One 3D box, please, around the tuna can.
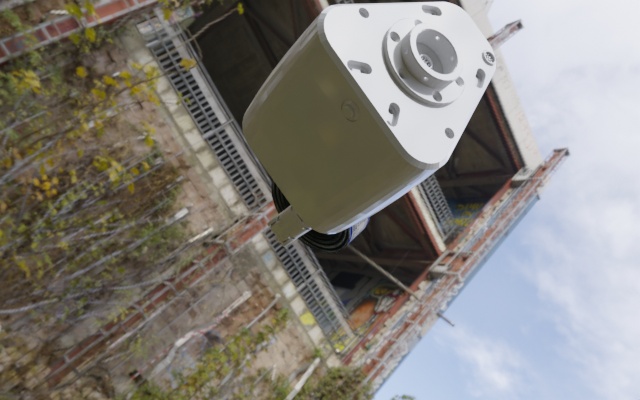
[{"bbox_3d":[0.000,0.001,0.408,0.086,0.086,0.033,0,31,48],"label":"tuna can"}]
